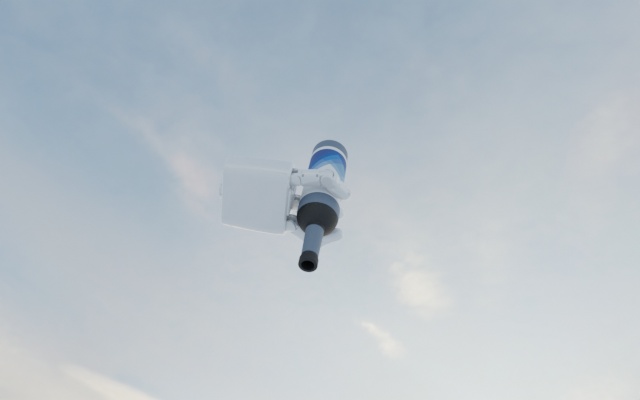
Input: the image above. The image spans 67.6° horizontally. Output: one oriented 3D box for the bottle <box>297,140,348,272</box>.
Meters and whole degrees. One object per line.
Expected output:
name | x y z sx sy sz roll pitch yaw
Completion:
bottle | 0.000 0.002 0.774 0.069 0.069 0.295 0 36 9
